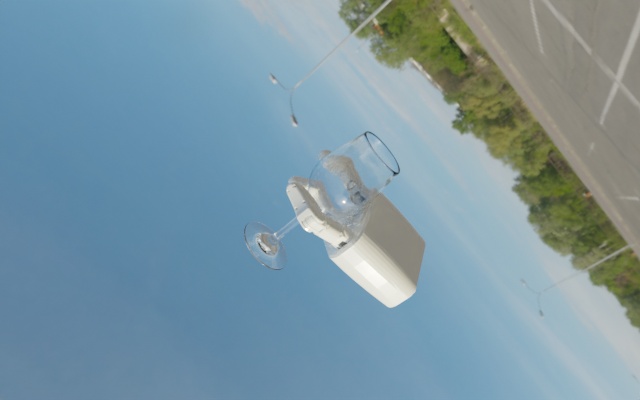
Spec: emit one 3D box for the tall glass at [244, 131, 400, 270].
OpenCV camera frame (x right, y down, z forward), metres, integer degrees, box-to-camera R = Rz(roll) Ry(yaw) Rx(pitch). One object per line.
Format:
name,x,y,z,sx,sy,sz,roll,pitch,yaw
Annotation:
tall glass,-0.001,0.002,0.583,0.201,0.079,0.079,-39,-18,23
